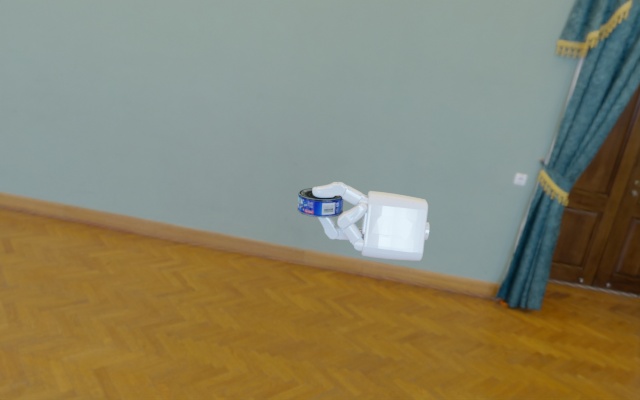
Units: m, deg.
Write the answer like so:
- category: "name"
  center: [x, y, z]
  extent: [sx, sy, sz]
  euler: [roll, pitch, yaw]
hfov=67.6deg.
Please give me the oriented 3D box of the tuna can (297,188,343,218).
- category: "tuna can"
  center: [0.000, 0.002, 0.891]
  extent: [0.086, 0.034, 0.086]
  euler: [3, 16, -1]
